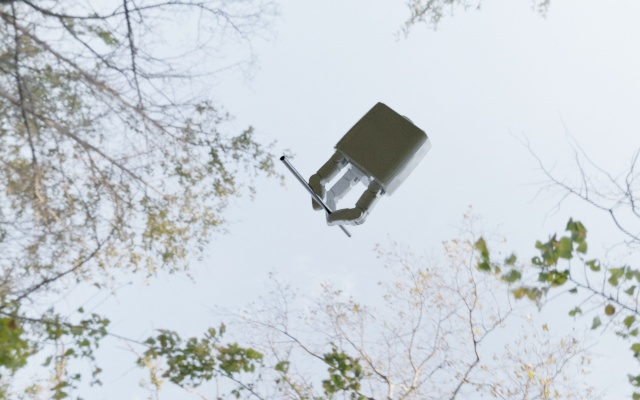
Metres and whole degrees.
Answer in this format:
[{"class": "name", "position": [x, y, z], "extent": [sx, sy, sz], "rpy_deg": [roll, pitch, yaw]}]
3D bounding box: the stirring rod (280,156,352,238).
[{"class": "stirring rod", "position": [0.000, 0.002, 0.702], "extent": [0.011, 0.011, 0.240], "rpy_deg": [0, -28, 27]}]
